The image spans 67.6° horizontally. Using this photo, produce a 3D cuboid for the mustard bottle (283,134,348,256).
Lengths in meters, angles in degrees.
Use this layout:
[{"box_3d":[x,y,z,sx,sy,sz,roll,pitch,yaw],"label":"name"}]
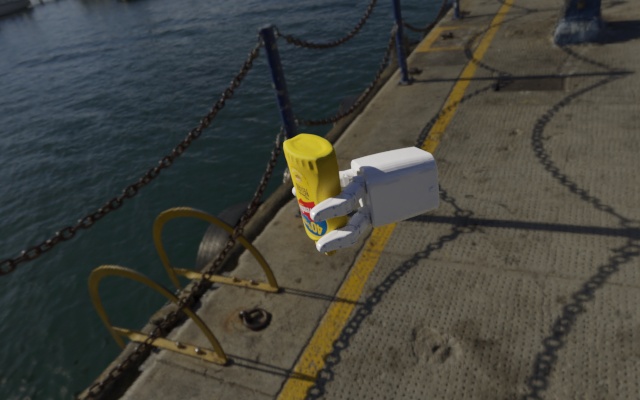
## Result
[{"box_3d":[0.000,0.002,0.706,0.058,0.192,0.096,-28,35,-24],"label":"mustard bottle"}]
